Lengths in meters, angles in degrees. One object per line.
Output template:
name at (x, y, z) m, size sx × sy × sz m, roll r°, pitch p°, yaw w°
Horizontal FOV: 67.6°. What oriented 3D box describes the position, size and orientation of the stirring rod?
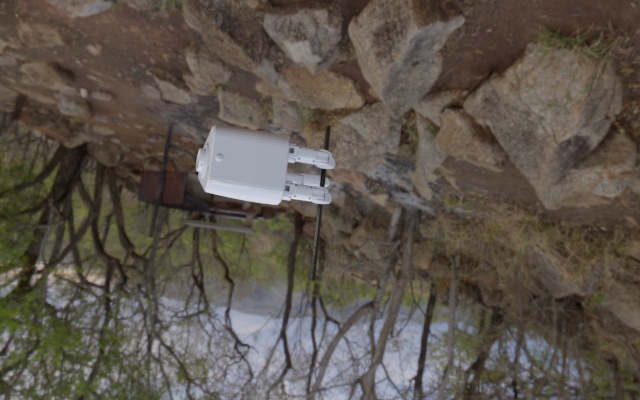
stirring rod at (0.000, 0.002, 0.736) m, size 0.011 × 0.239 × 0.011 m, roll 6°, pitch -5°, yaw 1°
